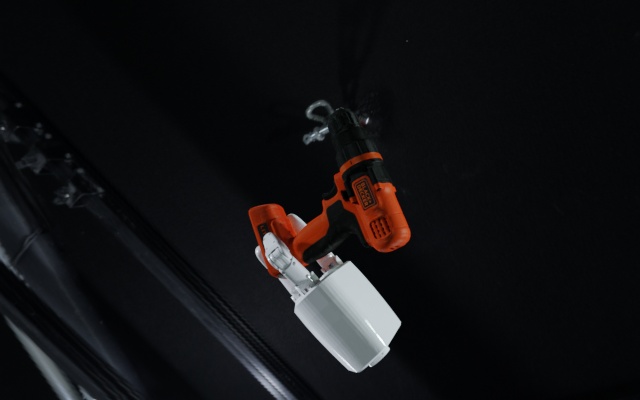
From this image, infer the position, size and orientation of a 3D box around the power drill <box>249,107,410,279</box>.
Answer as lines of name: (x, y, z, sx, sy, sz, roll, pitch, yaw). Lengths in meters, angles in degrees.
power drill: (0.000, 0.002, 0.591, 0.188, 0.184, 0.057, -31, -21, 27)
